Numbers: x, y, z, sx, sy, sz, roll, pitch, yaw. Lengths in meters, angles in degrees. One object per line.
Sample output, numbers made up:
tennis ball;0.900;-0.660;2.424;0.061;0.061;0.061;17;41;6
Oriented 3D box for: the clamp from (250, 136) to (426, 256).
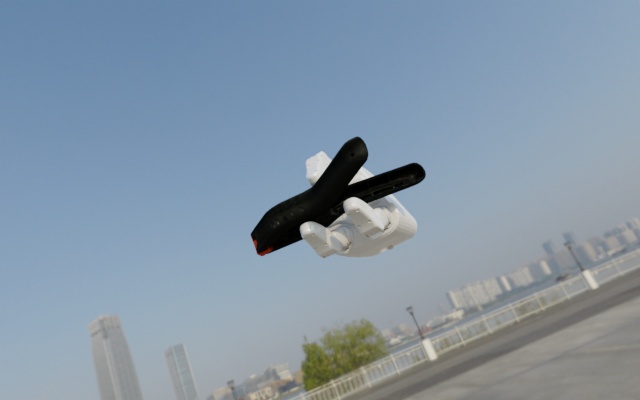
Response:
clamp;-0.001;0.001;0.514;0.210;0.036;0.164;-29;-21;19
